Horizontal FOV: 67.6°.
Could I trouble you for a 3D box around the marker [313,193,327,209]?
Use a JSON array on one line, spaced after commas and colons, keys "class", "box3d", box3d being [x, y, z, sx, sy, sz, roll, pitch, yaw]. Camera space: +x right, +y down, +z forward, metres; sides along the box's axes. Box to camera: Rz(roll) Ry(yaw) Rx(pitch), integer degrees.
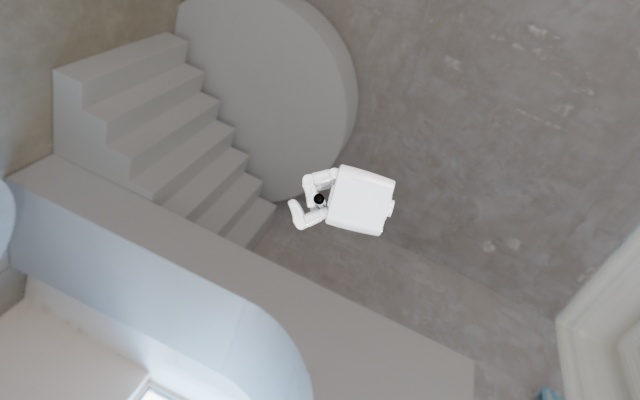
[{"class": "marker", "box3d": [0.000, 0.003, 0.859, 0.020, 0.020, 0.121, 0, -6, 3]}]
